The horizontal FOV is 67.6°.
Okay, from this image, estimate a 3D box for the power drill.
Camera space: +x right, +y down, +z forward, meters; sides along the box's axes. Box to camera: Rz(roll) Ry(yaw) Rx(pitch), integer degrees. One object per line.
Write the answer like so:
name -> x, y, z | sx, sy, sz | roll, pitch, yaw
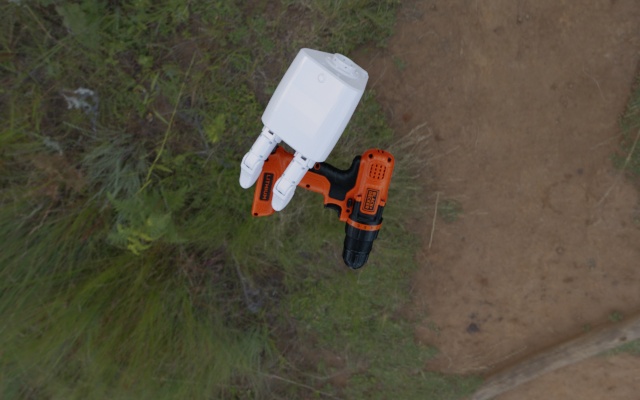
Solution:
power drill -> 0.000, 0.002, 0.690 | 0.187, 0.184, 0.057 | 11, 18, -3
